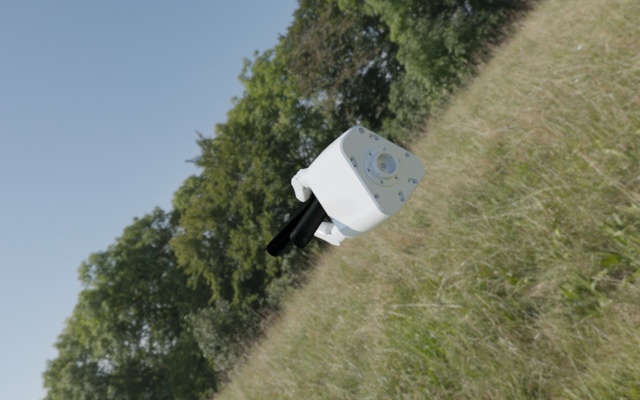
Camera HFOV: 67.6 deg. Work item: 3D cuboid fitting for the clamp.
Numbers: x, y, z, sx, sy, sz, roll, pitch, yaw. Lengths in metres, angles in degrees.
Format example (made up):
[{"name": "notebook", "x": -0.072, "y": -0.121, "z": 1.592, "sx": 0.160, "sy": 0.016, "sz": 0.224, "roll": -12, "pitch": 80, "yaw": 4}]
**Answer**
[{"name": "clamp", "x": 0.000, "y": 0.001, "z": 0.704, "sx": 0.036, "sy": 0.210, "sz": 0.164, "roll": 43, "pitch": -27, "yaw": -7}]
